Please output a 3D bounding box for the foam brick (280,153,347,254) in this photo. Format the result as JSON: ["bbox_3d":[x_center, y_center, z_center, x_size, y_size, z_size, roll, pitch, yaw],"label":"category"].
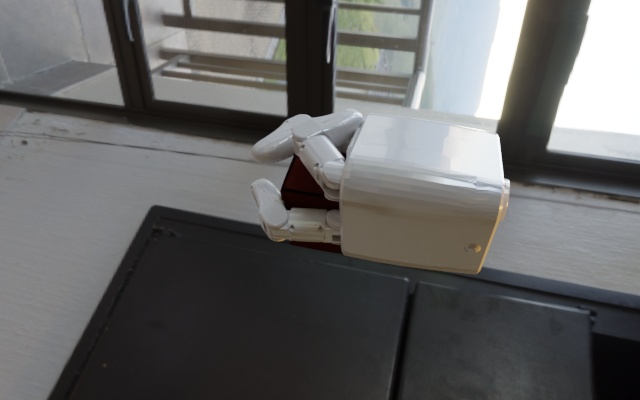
[{"bbox_3d":[0.000,0.001,0.418,0.051,0.053,0.078,9,-39,11],"label":"foam brick"}]
